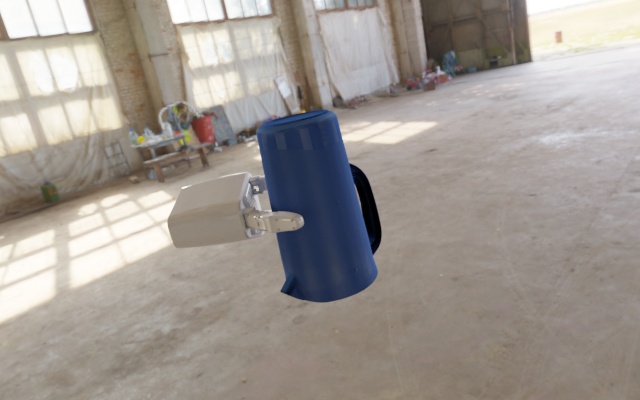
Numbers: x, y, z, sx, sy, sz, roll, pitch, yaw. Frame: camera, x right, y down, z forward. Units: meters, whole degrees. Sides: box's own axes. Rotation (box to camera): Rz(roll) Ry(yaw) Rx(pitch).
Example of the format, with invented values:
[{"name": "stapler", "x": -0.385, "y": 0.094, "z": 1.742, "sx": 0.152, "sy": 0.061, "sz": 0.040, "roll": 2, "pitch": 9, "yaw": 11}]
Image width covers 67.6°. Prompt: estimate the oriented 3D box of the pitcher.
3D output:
[{"name": "pitcher", "x": 0.000, "y": 0.002, "z": 0.659, "sx": 0.145, "sy": 0.243, "sz": 0.149, "roll": -10, "pitch": 16, "yaw": 9}]
